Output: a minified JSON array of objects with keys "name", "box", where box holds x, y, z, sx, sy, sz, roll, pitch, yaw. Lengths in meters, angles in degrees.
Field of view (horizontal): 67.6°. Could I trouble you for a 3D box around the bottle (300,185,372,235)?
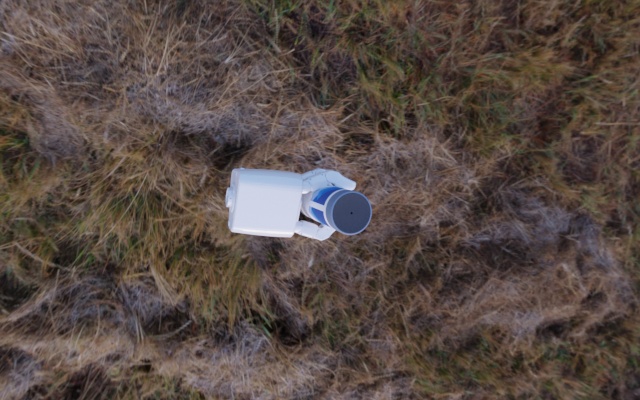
[{"name":"bottle","box":[0.000,0.003,0.851,0.069,0.069,0.295,0,6,-19]}]
